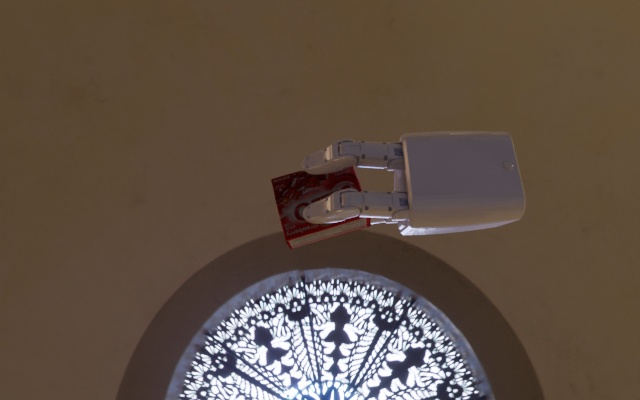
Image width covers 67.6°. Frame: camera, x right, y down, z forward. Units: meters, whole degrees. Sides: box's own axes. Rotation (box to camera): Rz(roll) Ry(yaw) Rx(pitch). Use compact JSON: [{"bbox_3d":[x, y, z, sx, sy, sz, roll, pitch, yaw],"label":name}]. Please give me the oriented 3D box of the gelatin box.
[{"bbox_3d":[0.000,0.002,0.494,0.089,0.073,0.030,-16,-26,1],"label":"gelatin box"}]
